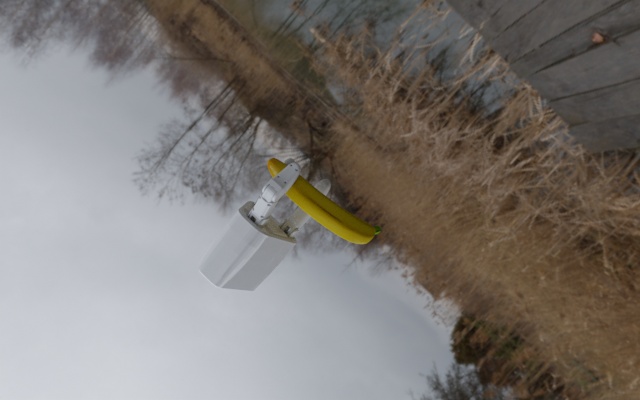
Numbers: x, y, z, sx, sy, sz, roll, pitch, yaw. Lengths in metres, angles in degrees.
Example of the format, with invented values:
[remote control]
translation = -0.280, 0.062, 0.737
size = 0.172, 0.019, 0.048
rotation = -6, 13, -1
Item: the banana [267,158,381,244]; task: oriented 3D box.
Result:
[banana]
translation = 0.004, 0.009, 0.672
size = 0.198, 0.037, 0.069
rotation = 35, 11, -11
